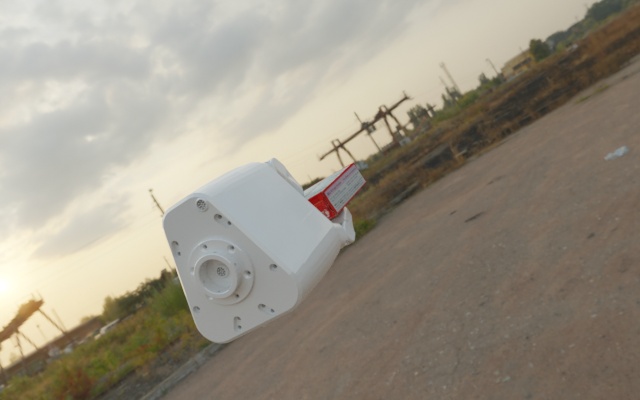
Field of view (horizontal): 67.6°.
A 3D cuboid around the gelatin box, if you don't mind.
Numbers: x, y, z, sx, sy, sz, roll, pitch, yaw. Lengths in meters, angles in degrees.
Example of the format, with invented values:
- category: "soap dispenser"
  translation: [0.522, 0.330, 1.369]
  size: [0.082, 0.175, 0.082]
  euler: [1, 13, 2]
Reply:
- category: "gelatin box"
  translation: [0.000, 0.001, 0.501]
  size: [0.073, 0.030, 0.089]
  euler: [-29, 9, 34]
